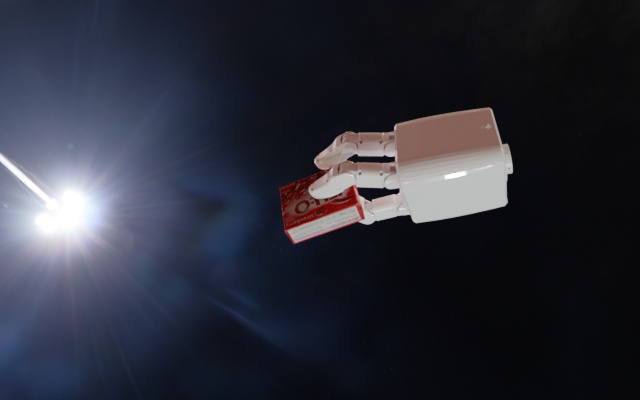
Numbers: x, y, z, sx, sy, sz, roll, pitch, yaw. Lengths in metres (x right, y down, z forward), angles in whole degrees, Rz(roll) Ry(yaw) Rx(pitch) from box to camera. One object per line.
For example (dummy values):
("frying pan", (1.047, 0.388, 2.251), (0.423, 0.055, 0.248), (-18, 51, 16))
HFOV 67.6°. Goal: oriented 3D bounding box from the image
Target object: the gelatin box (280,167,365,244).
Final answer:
("gelatin box", (0.000, 0.002, 0.551), (0.089, 0.073, 0.030), (-20, -46, 8))
